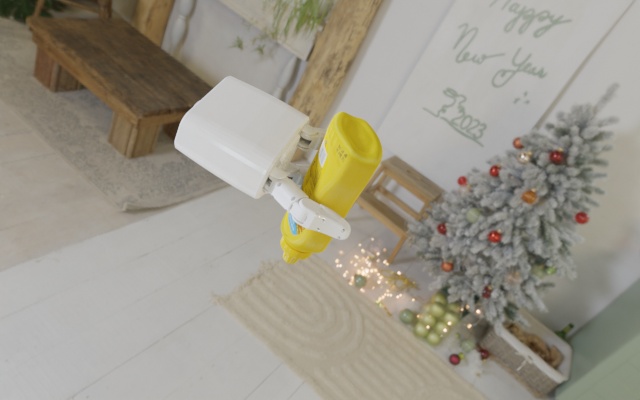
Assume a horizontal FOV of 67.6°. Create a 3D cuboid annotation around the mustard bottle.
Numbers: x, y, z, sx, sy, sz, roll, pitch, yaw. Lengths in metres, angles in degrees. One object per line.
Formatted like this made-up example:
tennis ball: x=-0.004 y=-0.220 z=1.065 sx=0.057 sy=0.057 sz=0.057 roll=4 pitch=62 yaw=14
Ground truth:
mustard bottle: x=0.001 y=0.002 z=0.541 sx=0.058 sy=0.192 sz=0.096 roll=17 pitch=34 yaw=-20
